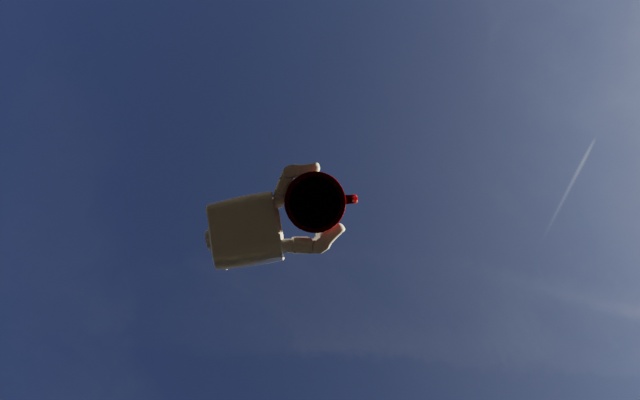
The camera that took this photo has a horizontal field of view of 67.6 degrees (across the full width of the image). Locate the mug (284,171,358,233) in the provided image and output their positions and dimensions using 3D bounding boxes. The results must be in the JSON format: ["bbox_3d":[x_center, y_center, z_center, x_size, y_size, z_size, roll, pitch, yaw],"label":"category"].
[{"bbox_3d":[0.002,0.002,0.755,0.117,0.093,0.081,-8,-2,-6],"label":"mug"}]
